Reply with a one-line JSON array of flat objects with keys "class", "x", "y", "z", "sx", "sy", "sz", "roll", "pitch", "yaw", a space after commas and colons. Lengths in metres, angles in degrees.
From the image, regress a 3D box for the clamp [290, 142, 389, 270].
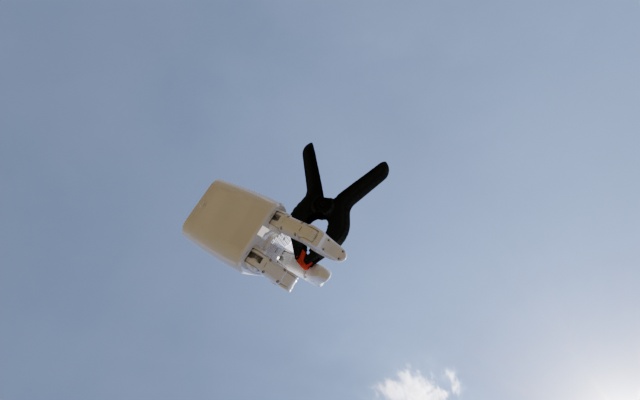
[{"class": "clamp", "x": 0.000, "y": 0.002, "z": 0.619, "sx": 0.120, "sy": 0.171, "sz": 0.039, "roll": 24, "pitch": -18, "yaw": 27}]
